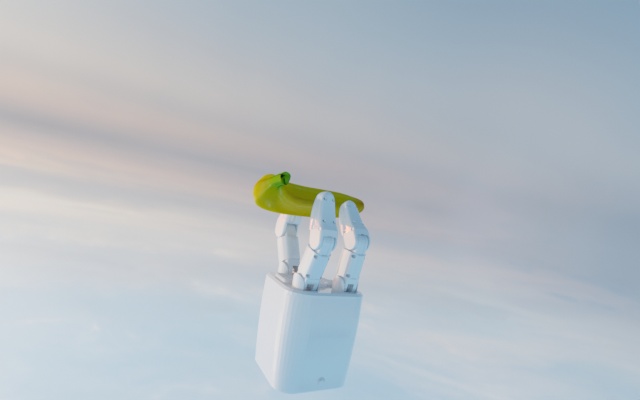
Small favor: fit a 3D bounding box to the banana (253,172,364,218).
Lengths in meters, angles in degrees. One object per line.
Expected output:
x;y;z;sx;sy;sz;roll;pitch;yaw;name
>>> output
-0.018;0.000;0.530;0.069;0.037;0.198;5;-4;28;banana
